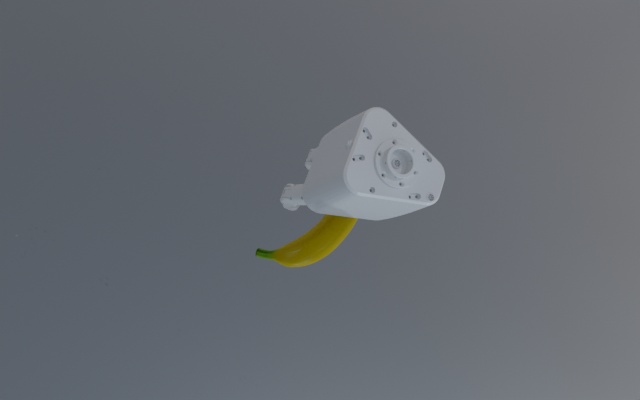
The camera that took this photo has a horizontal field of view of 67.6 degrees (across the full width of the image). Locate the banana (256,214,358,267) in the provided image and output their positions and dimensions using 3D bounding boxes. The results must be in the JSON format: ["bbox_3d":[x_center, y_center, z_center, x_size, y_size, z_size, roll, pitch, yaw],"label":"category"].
[{"bbox_3d":[0.011,0.017,0.596,0.197,0.069,0.037,-45,-1,-17],"label":"banana"}]
